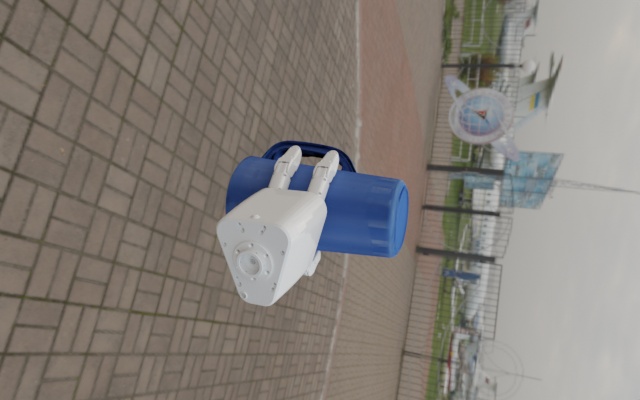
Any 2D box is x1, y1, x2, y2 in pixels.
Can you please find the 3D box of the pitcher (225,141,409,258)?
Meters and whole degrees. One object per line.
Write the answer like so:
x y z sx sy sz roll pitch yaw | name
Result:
0.000 0.002 0.689 0.243 0.149 0.145 7 19 19 | pitcher
